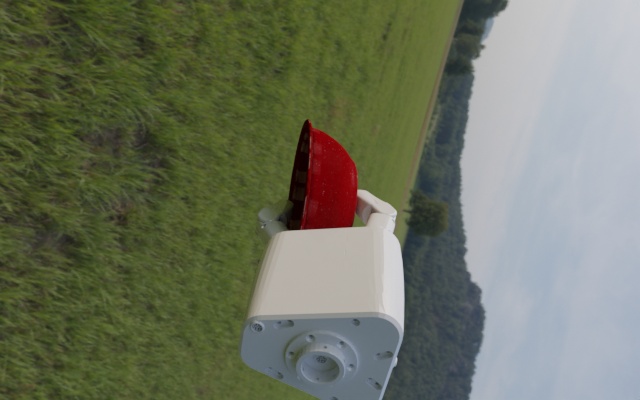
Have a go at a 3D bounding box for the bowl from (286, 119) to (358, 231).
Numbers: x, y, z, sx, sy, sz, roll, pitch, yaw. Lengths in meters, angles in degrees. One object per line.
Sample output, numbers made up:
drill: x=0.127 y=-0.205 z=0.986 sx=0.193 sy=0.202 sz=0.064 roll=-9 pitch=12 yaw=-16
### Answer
bowl: x=0.000 y=0.001 z=0.487 sx=0.055 sy=0.162 sz=0.162 roll=7 pitch=-1 yaw=-9
